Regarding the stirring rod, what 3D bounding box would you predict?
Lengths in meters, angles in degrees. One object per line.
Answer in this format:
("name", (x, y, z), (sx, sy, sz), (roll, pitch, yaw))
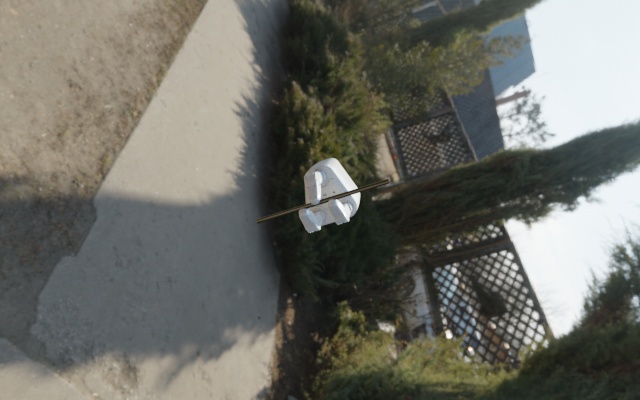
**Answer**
("stirring rod", (0.000, 0.003, 0.811), (0.239, 0.011, 0.011), (-17, -4, 14))
